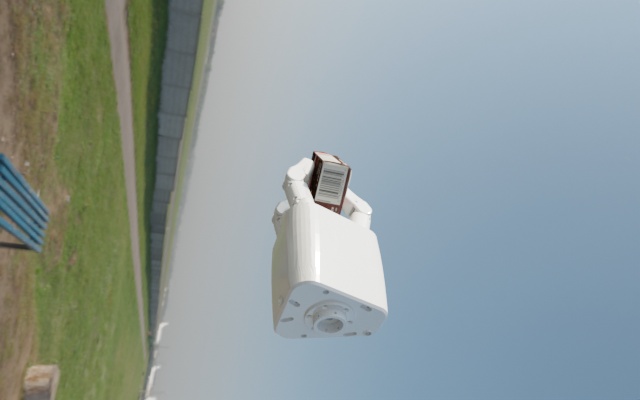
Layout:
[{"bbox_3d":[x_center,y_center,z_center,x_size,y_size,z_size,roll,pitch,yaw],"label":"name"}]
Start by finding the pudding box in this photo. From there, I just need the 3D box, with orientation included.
[{"bbox_3d":[0.000,0.002,0.584,0.039,0.113,0.090,13,11,-12],"label":"pudding box"}]
